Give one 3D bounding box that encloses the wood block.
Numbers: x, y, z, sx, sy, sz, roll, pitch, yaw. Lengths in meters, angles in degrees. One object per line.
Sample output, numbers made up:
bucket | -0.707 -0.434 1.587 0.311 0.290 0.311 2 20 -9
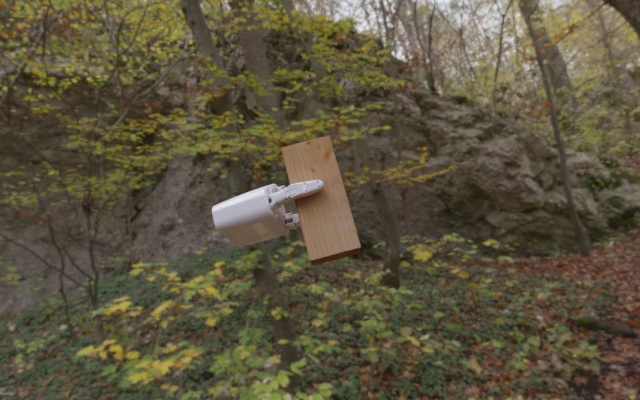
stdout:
wood block | 0.000 0.003 0.856 0.090 0.206 0.091 -15 -12 -3
